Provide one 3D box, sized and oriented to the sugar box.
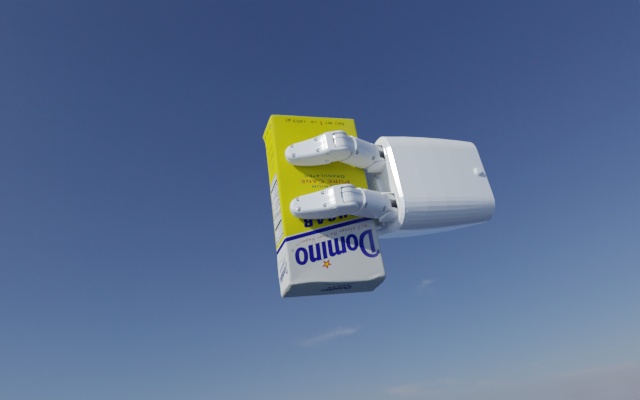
[{"bbox_3d":[0.000,0.001,0.465,0.093,0.176,0.048,-1,-28,-18],"label":"sugar box"}]
